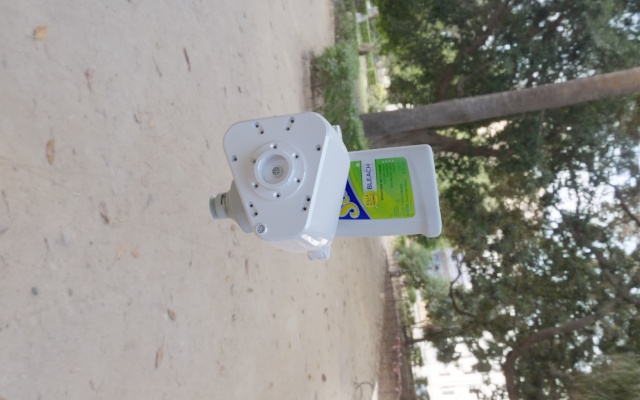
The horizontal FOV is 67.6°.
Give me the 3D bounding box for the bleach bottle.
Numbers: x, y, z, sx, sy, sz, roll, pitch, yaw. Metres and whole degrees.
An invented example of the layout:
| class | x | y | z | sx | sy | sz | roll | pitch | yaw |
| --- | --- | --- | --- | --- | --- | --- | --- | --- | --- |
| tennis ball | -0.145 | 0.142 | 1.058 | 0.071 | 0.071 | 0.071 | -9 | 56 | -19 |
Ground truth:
| class | x | y | z | sx | sy | sz | roll | pitch | yaw |
| --- | --- | --- | --- | --- | --- | --- | --- | --- | --- |
| bleach bottle | 0.000 | 0.002 | 0.532 | 0.251 | 0.102 | 0.068 | -7 | -10 | 9 |
